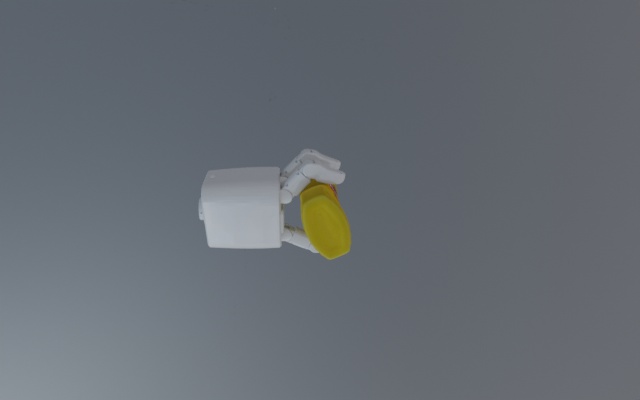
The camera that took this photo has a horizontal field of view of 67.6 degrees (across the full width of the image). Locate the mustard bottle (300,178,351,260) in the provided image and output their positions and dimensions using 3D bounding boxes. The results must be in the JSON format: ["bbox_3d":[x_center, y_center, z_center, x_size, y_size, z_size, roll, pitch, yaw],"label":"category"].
[{"bbox_3d":[0.000,0.002,0.705,0.058,0.096,0.191,-24,22,4],"label":"mustard bottle"}]
